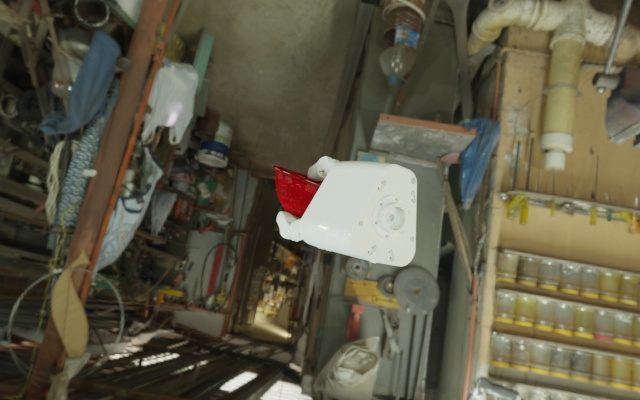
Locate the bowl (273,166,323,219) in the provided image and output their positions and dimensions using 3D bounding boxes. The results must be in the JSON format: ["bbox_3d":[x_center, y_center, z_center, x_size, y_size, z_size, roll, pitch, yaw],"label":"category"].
[{"bbox_3d":[0.000,0.002,0.679,0.162,0.055,0.162,20,4,-2],"label":"bowl"}]
